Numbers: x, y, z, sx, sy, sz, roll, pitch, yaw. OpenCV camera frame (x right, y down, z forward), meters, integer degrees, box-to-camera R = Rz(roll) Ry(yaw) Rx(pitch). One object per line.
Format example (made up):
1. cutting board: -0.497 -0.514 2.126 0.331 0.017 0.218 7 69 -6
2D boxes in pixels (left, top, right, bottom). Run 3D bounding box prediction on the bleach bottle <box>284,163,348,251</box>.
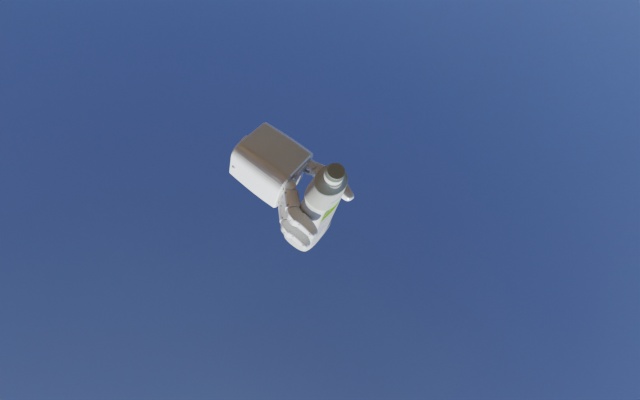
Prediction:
1. bleach bottle: 0.000 0.003 0.824 0.068 0.102 0.251 36 -28 4
